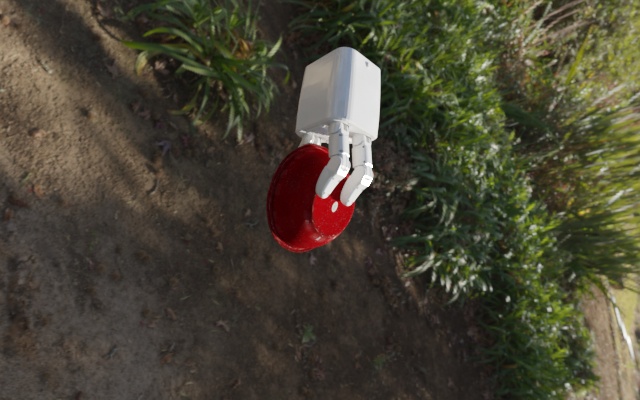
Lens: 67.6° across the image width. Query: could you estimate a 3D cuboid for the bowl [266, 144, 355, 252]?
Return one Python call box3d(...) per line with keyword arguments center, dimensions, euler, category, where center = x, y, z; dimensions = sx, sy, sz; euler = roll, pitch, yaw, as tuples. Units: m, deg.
box3d(center=(0.000, 0.004, 0.685), dimensions=(0.055, 0.162, 0.162), euler=(14, 9, 41), category="bowl")
